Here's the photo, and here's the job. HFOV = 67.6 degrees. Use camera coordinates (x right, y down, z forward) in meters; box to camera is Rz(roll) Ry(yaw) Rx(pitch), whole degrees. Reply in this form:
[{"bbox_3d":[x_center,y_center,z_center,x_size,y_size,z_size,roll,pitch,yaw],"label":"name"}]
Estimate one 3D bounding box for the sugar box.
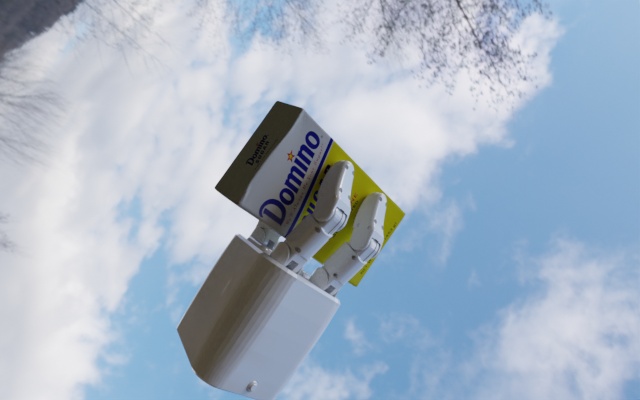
[{"bbox_3d":[0.000,0.002,0.433,0.048,0.093,0.176,28,-8,46],"label":"sugar box"}]
